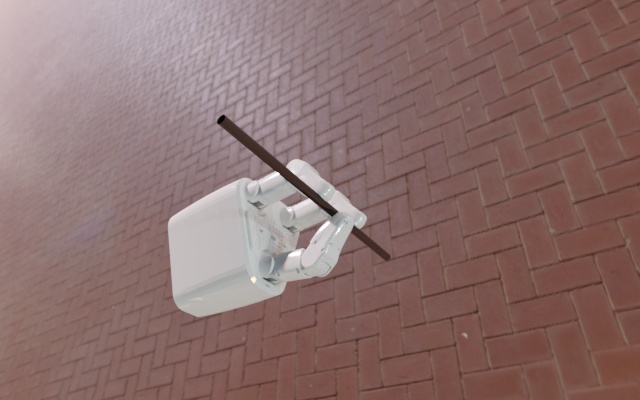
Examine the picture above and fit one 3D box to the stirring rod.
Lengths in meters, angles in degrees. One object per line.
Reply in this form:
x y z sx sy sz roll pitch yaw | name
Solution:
0.000 0.001 0.409 0.011 0.011 0.240 0 -28 40 | stirring rod
